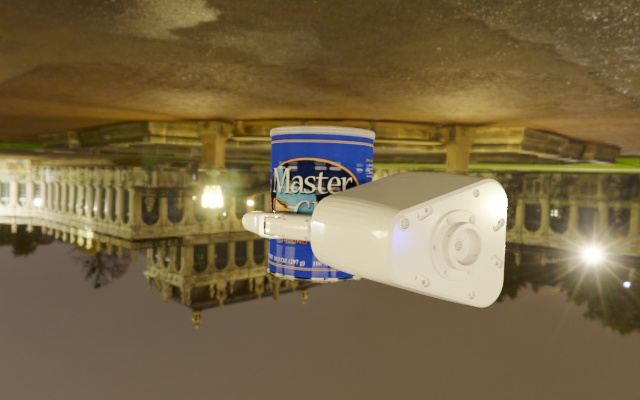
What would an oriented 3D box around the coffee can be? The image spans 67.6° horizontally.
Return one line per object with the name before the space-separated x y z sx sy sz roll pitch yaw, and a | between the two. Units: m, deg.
coffee can | 0.000 0.001 0.474 0.103 0.140 0.103 2 3 0
